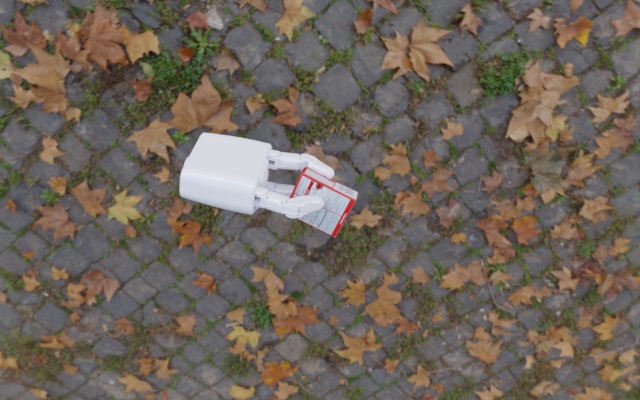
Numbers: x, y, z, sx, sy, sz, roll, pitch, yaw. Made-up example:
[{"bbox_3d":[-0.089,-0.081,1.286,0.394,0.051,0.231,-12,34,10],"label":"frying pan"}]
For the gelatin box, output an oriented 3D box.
[{"bbox_3d":[0.000,0.003,0.704,0.089,0.073,0.030,27,29,0],"label":"gelatin box"}]
